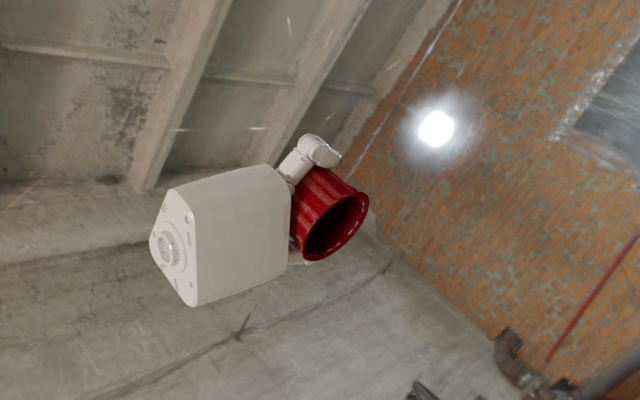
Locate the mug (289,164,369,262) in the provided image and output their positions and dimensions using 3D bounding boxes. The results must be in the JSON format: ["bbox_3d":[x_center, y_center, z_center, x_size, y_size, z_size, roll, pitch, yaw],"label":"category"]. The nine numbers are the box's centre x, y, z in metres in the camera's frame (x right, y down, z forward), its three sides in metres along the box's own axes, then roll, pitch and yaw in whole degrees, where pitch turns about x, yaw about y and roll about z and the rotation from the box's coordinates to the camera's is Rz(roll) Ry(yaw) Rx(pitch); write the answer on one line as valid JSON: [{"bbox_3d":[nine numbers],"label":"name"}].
[{"bbox_3d":[0.001,0.001,0.523,0.117,0.093,0.081,-17,50,-42],"label":"mug"}]
